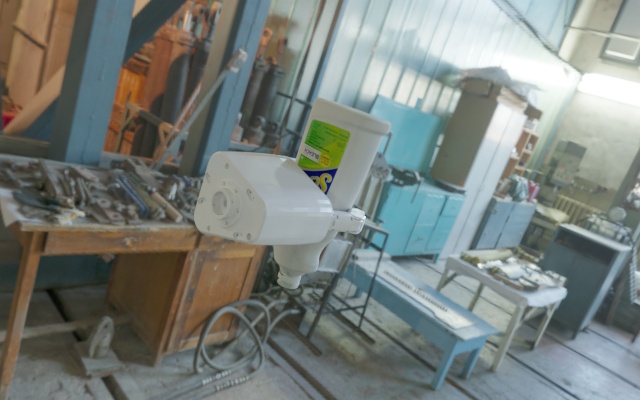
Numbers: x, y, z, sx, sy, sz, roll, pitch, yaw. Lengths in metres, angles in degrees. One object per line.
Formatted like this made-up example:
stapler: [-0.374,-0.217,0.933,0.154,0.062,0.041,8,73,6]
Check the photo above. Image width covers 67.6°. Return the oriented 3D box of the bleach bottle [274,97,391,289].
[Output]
bleach bottle: [0.000,0.002,0.618,0.102,0.251,0.068,29,17,36]
